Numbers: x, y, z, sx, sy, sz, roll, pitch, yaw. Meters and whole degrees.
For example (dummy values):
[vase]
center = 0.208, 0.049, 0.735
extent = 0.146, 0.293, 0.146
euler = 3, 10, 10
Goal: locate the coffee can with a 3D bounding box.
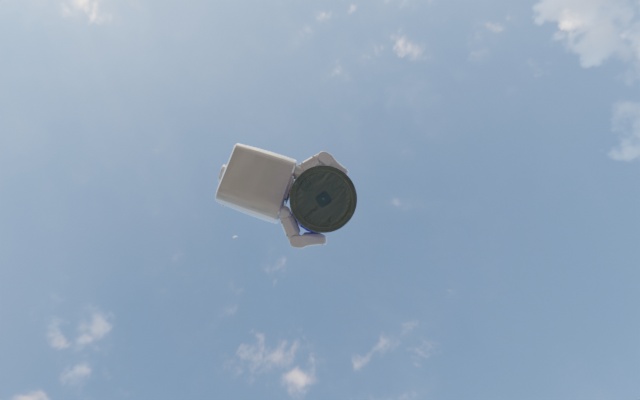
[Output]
[coffee can]
center = 0.000, 0.003, 0.786
extent = 0.103, 0.103, 0.140
euler = 0, -4, -3
